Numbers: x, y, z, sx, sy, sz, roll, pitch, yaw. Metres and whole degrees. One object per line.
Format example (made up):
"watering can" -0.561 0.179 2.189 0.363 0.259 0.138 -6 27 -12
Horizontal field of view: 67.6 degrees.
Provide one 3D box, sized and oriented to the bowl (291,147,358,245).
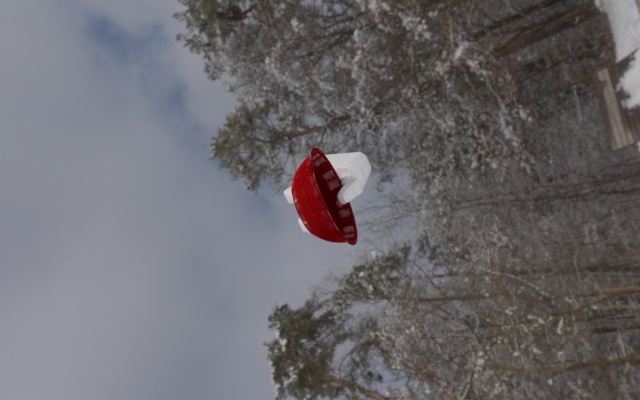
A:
"bowl" -0.001 0.003 0.737 0.055 0.162 0.162 -23 -6 14
